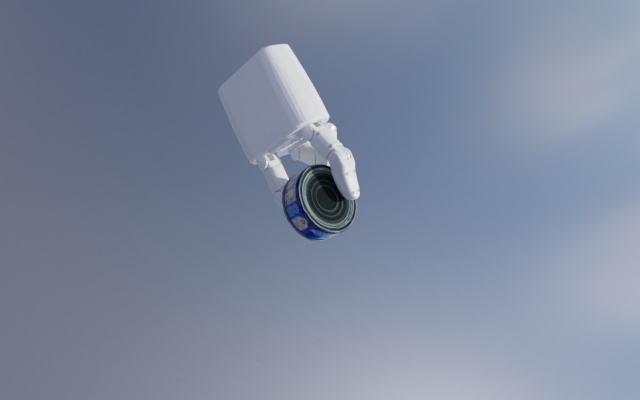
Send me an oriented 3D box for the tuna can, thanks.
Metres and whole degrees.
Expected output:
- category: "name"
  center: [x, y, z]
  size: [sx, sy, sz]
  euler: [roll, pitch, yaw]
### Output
- category: "tuna can"
  center: [0.000, 0.002, 0.554]
  size: [0.086, 0.086, 0.034]
  euler: [0, -19, -39]
